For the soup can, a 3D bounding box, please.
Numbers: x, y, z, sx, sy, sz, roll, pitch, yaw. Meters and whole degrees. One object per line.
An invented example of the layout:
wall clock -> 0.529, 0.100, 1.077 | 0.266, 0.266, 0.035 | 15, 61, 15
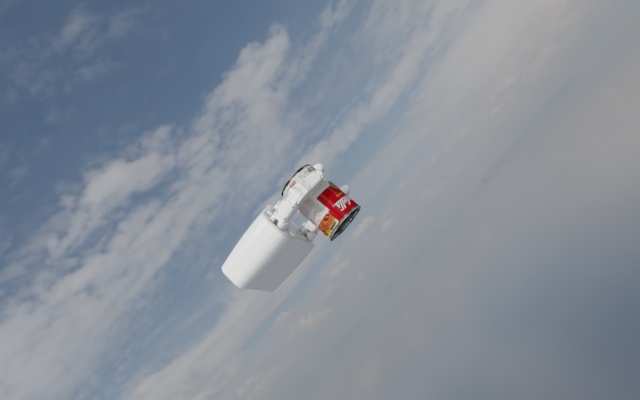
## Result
soup can -> 0.000, 0.002, 0.715 | 0.102, 0.068, 0.068 | 41, 11, 13
